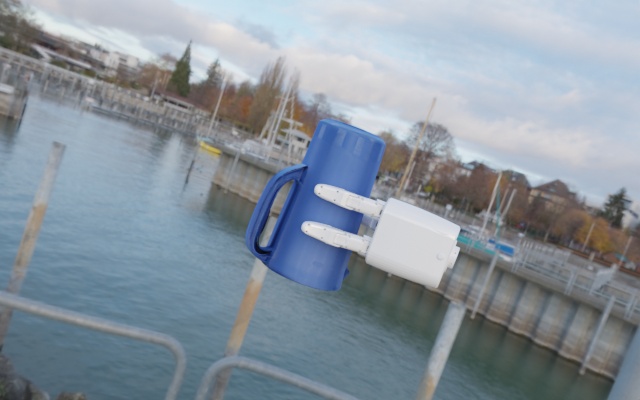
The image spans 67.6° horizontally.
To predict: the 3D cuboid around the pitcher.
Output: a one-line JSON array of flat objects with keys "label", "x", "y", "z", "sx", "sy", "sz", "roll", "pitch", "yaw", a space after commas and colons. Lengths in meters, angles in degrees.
[{"label": "pitcher", "x": 0.000, "y": 0.002, "z": 0.725, "sx": 0.145, "sy": 0.243, "sz": 0.149, "roll": 22, "pitch": 5, "yaw": 17}]
